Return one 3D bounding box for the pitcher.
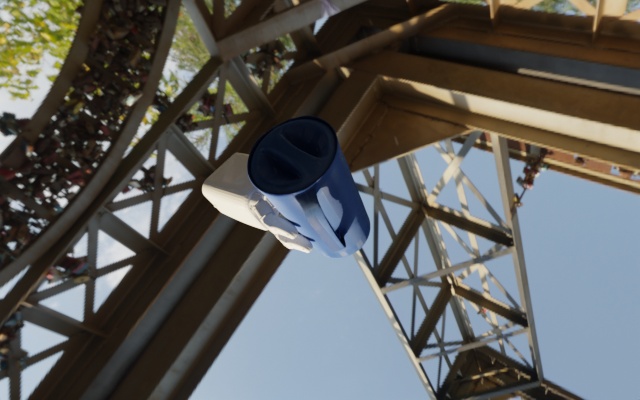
[{"bbox_3d":[0.000,0.002,0.732,0.145,0.149,0.243,14,-24,30],"label":"pitcher"}]
